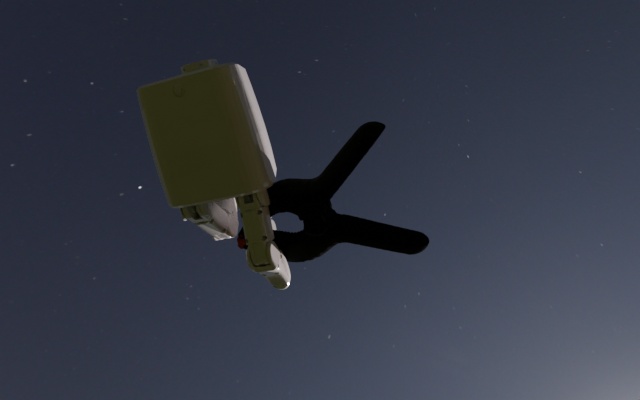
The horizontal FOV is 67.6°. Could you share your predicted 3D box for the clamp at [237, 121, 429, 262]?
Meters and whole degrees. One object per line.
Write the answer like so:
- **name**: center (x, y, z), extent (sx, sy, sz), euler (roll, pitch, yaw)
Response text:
- **clamp**: center (0.000, 0.001, 0.420), extent (0.171, 0.120, 0.039), euler (-10, 14, 16)
